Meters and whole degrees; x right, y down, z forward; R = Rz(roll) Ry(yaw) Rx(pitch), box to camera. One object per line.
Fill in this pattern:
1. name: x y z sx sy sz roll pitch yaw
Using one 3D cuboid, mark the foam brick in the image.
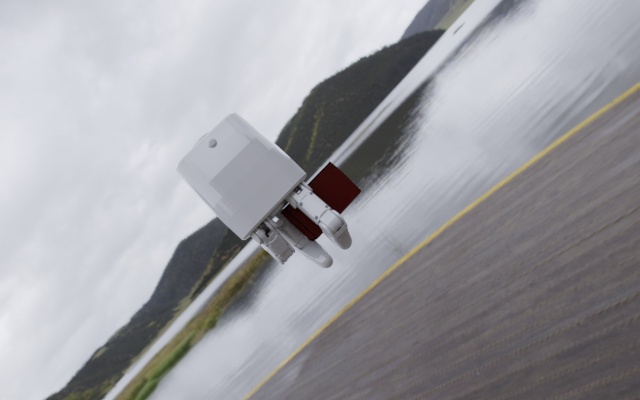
1. foam brick: 0.000 0.002 0.554 0.051 0.078 0.053 44 -12 0
